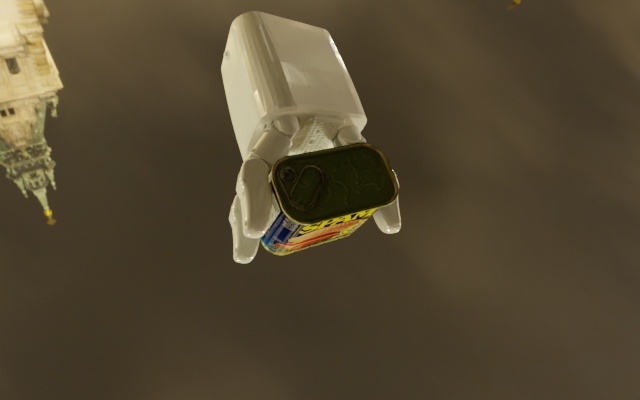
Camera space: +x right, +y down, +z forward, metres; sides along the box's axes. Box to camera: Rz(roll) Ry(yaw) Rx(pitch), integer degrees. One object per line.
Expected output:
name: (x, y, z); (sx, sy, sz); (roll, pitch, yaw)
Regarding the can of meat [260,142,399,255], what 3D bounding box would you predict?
can of meat: (0.000, 0.001, 0.401); (0.102, 0.057, 0.084); (-13, -18, -26)
